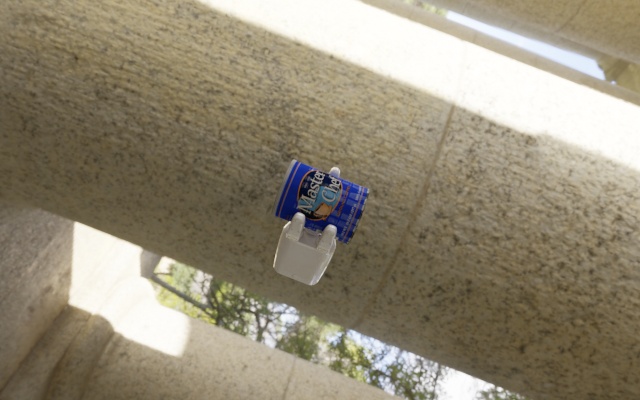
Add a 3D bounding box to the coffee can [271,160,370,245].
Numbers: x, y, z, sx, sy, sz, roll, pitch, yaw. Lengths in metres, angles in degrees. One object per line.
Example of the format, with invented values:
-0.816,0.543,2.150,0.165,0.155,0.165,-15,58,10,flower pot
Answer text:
0.000,0.002,0.815,0.140,0.103,0.103,21,0,0,coffee can
